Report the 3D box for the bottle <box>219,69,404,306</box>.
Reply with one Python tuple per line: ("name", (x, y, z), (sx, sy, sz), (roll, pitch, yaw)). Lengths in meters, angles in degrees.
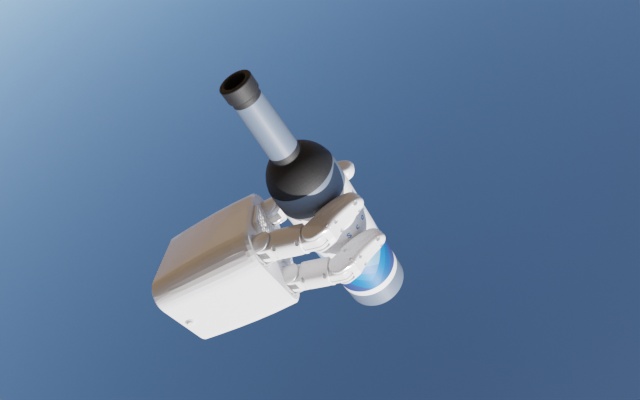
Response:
("bottle", (0.000, 0.002, 0.450), (0.069, 0.069, 0.296), (0, -37, 33))
